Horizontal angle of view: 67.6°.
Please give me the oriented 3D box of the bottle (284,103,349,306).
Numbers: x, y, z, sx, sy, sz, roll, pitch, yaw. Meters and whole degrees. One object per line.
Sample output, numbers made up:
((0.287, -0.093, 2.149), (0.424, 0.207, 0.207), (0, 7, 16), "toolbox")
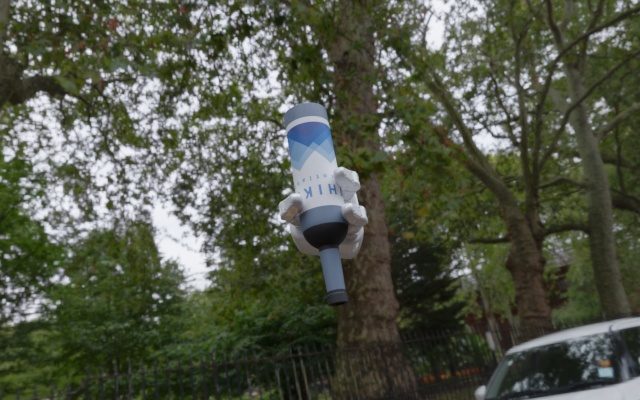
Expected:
((0.000, 0.002, 0.684), (0.069, 0.295, 0.069), (-9, -21, -3), "bottle")
